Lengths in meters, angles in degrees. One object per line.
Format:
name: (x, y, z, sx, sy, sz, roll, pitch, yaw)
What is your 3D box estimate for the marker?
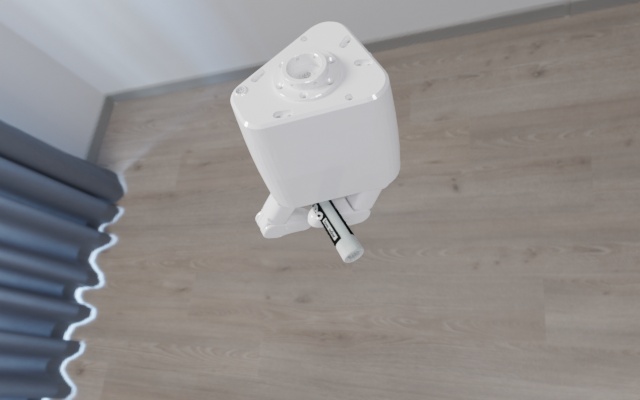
marker: (0.000, 0.001, 0.417, 0.020, 0.121, 0.020, -22, -33, -15)
